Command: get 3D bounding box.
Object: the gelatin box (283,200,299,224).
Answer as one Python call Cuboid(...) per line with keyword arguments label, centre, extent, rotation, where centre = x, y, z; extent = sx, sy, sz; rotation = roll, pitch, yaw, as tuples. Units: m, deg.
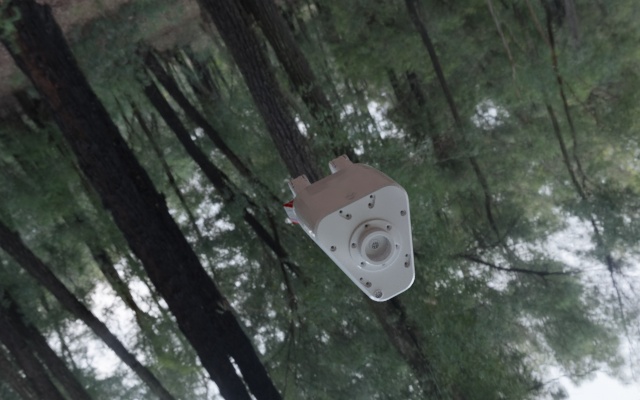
Cuboid(label="gelatin box", centre=(0.000, 0.002, 0.617), extent=(0.073, 0.030, 0.089), rotation=(-30, 12, -18))
